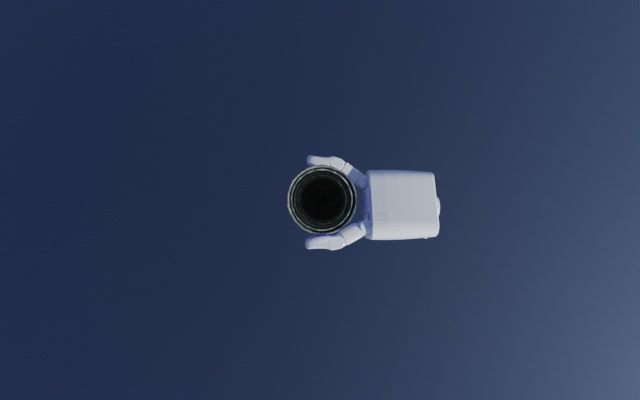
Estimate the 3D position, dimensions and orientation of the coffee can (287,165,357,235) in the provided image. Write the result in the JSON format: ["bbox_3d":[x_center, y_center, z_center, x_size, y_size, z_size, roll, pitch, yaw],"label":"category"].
[{"bbox_3d":[0.000,0.002,0.763,0.103,0.103,0.140,0,-3,-2],"label":"coffee can"}]
